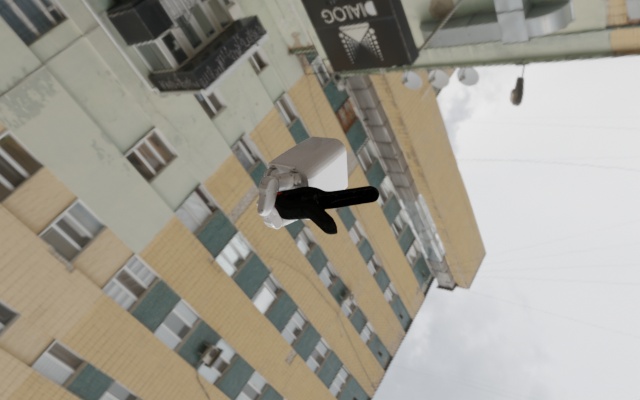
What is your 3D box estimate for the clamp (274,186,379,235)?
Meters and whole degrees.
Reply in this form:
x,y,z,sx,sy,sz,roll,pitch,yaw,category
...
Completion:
x,y,z,sx,sy,sz,roll,pitch,yaw,category
0.000,0.003,0.717,0.120,0.039,0.171,-24,26,-37,clamp
